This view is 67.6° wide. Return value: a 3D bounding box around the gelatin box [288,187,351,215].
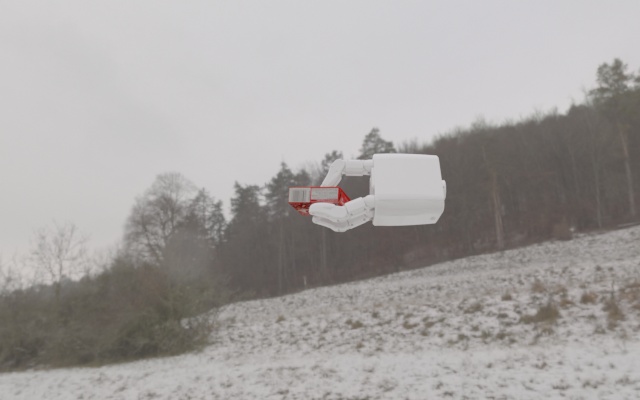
[{"bbox_3d":[0.000,0.002,0.789,0.089,0.030,0.073,0,-17,17],"label":"gelatin box"}]
